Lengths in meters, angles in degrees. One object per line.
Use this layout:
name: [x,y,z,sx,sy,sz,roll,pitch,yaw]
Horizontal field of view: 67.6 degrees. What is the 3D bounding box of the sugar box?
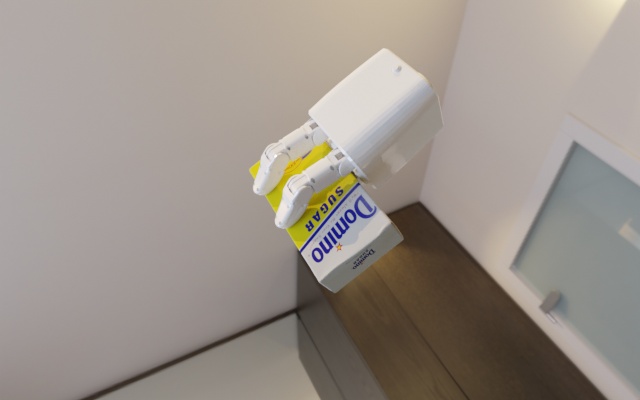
sugar box: [0.000,0.001,0.516,0.176,0.093,0.048,53,4,38]
